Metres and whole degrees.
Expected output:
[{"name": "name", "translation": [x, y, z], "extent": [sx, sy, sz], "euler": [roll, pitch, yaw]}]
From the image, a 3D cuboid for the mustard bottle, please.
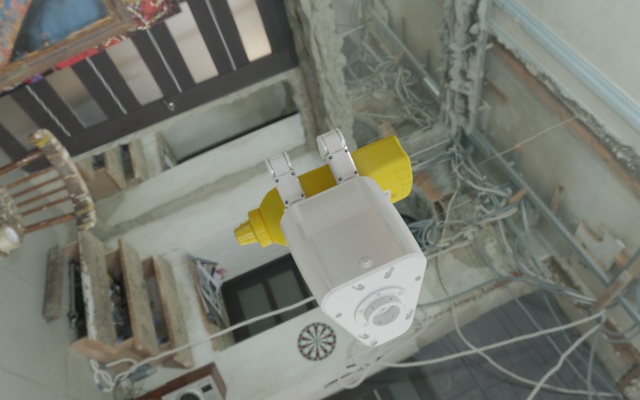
[{"name": "mustard bottle", "translation": [0.000, 0.001, 0.507], "extent": [0.191, 0.058, 0.096], "euler": [-24, -23, -5]}]
